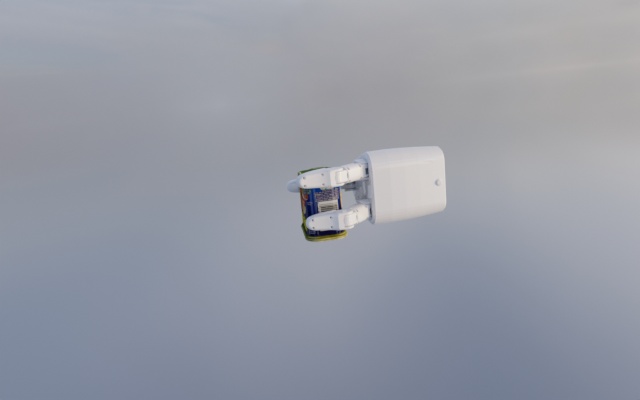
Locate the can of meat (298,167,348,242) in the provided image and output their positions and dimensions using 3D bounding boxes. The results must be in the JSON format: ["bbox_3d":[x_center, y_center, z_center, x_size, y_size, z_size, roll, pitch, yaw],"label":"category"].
[{"bbox_3d":[0.000,0.002,0.662,0.057,0.084,0.102,-7,12,-6],"label":"can of meat"}]
